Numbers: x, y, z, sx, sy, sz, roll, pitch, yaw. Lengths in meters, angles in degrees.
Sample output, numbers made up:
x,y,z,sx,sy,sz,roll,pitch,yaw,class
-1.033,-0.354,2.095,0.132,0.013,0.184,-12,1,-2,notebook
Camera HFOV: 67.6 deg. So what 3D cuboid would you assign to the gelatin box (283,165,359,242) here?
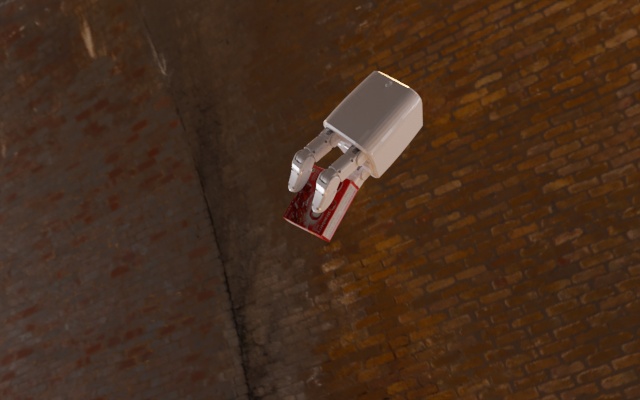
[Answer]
x,y,z,sx,sy,sz,roll,pitch,yaw,class
0.000,0.003,0.666,0.073,0.089,0.030,25,-8,34,gelatin box
